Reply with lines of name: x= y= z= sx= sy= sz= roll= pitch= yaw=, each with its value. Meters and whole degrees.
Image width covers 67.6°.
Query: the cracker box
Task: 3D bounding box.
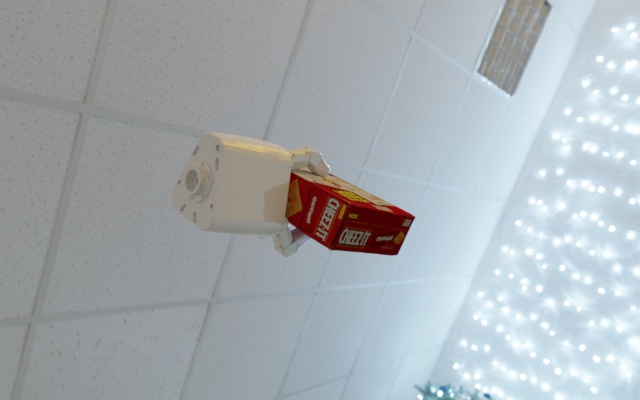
cracker box: x=0.000 y=0.002 z=0.681 sx=0.213 sy=0.072 sz=0.164 roll=30 pitch=12 yaw=38
